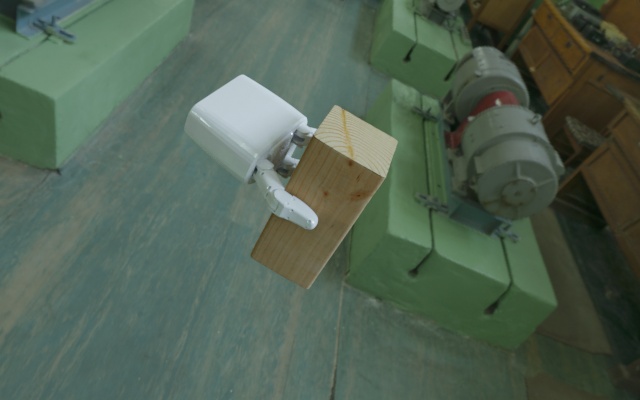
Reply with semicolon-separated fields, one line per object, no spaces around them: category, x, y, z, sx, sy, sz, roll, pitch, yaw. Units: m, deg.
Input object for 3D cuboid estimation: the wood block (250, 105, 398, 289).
wood block;0.000;0.002;0.592;0.090;0.206;0.090;30;37;-1
